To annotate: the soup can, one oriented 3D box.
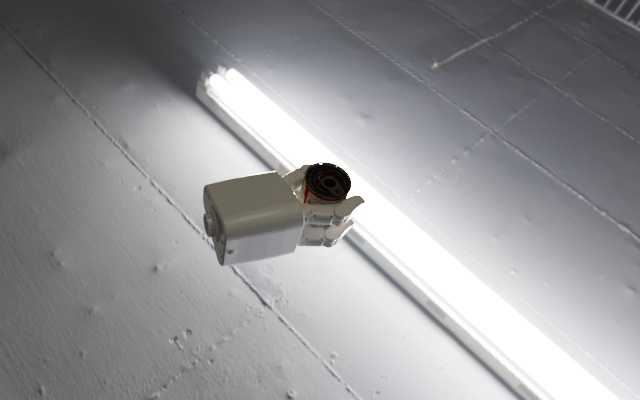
[{"bbox_3d":[0.000,0.002,0.700,0.068,0.068,0.102,0,-39,-17],"label":"soup can"}]
